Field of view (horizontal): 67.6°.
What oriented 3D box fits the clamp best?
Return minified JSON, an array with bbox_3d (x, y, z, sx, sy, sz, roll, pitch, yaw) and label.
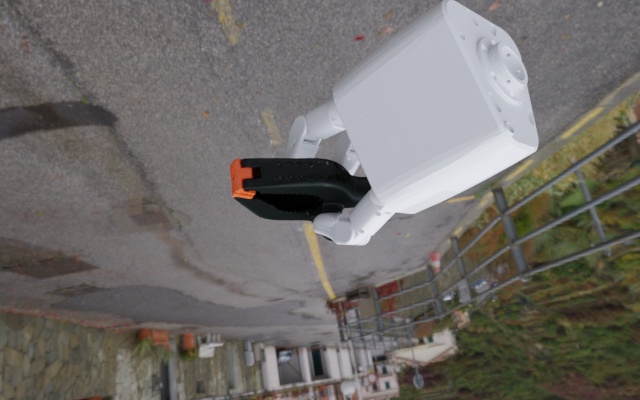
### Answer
[{"bbox_3d":[0.000,0.002,0.446,0.210,0.036,0.164,8,-26,-39],"label":"clamp"}]
